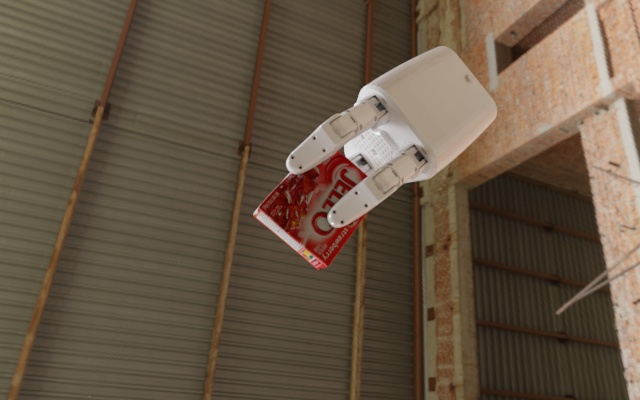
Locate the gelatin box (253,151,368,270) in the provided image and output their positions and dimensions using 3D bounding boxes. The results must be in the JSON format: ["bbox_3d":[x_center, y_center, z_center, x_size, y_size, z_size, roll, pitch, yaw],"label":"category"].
[{"bbox_3d":[0.000,0.002,0.403,0.073,0.089,0.030,41,-23,-3],"label":"gelatin box"}]
